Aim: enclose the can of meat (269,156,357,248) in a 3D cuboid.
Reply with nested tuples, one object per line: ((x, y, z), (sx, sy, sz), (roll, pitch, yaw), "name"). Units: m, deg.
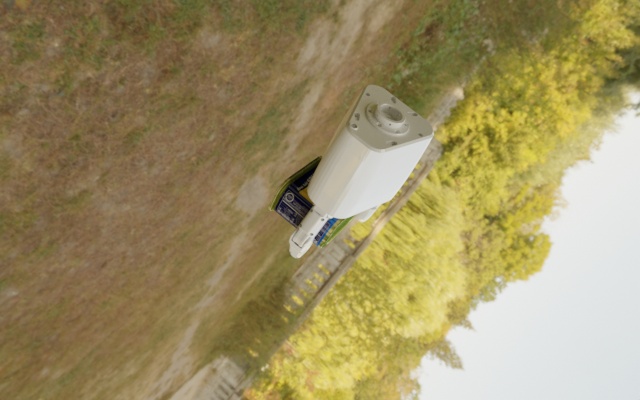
((0.000, 0.002, 0.603), (0.084, 0.057, 0.102), (39, 42, 10), "can of meat")
